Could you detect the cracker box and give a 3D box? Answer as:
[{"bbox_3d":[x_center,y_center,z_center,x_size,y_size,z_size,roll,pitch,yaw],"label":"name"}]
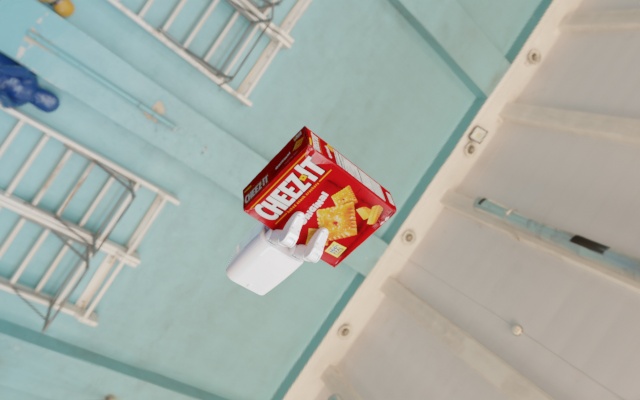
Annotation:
[{"bbox_3d":[0.000,0.003,0.820,0.214,0.164,0.072,35,23,-29],"label":"cracker box"}]
